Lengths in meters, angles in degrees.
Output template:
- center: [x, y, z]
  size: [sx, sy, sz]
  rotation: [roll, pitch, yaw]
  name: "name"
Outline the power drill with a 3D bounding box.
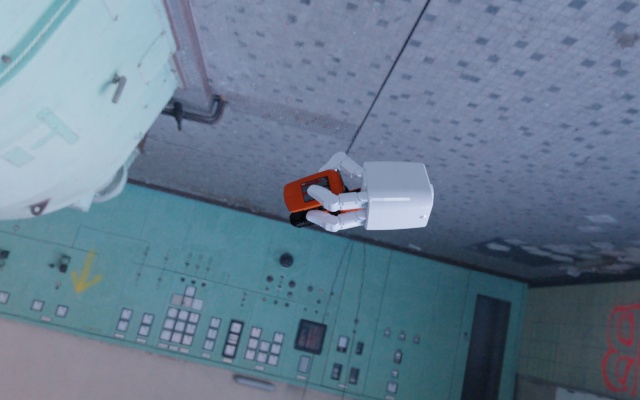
- center: [0.000, 0.003, 0.897]
  size: [0.184, 0.057, 0.188]
  rotation: [-19, -14, 15]
  name: "power drill"
